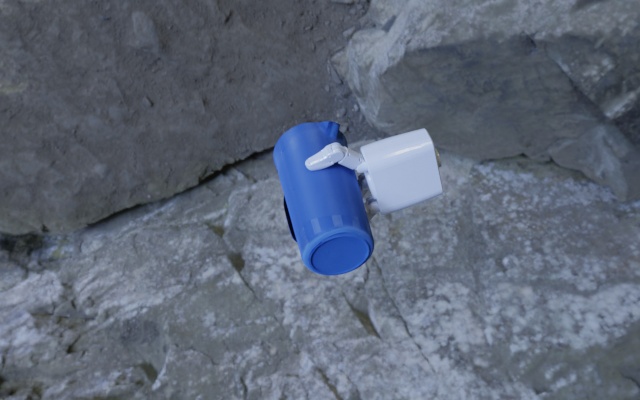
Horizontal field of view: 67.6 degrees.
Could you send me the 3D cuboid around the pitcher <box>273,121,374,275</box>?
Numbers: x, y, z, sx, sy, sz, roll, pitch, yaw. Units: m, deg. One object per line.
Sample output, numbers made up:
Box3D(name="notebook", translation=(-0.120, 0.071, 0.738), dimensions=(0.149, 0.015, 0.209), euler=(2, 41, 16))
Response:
Box3D(name="pitcher", translation=(0.000, 0.002, 0.770), dimensions=(0.145, 0.242, 0.149), euler=(-18, -44, 4))
